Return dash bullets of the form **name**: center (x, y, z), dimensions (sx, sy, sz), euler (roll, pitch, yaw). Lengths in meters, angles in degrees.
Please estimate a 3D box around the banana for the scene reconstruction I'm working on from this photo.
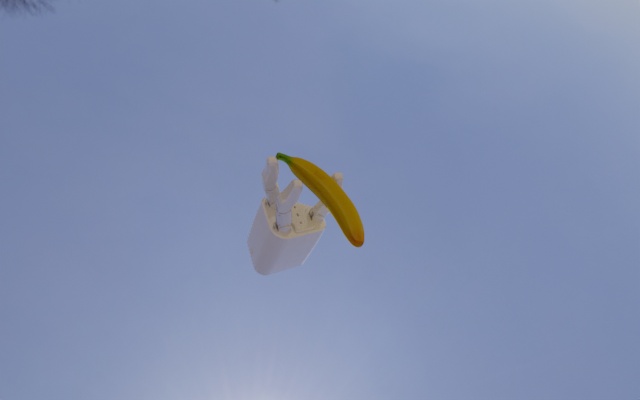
- **banana**: center (0.010, -0.004, 0.736), dimensions (0.197, 0.037, 0.069), euler (46, 38, 21)
